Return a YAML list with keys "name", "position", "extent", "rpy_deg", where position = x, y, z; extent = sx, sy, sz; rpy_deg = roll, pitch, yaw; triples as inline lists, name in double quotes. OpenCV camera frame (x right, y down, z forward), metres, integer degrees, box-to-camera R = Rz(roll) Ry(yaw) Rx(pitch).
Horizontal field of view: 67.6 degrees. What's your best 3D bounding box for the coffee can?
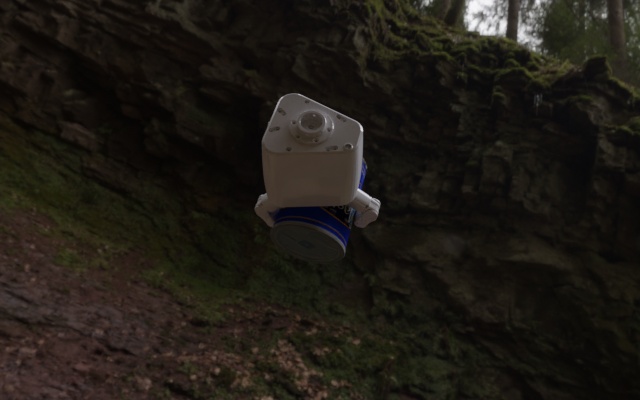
- name: "coffee can"
  position: [0.000, 0.002, 0.662]
  extent: [0.103, 0.140, 0.103]
  rpy_deg: [13, -30, 8]
